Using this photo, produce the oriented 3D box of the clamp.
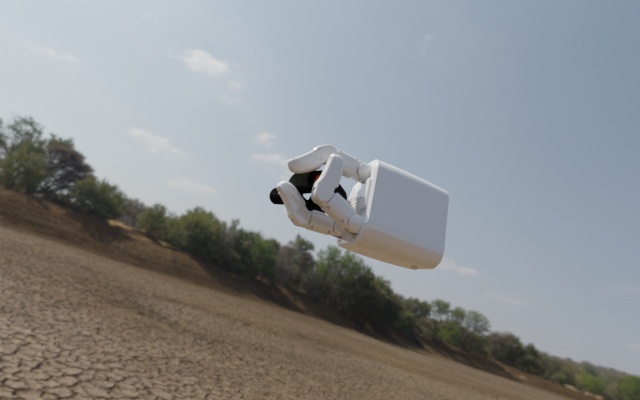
[{"bbox_3d":[0.000,0.001,0.638,0.120,0.039,0.171,21,-13,-12],"label":"clamp"}]
